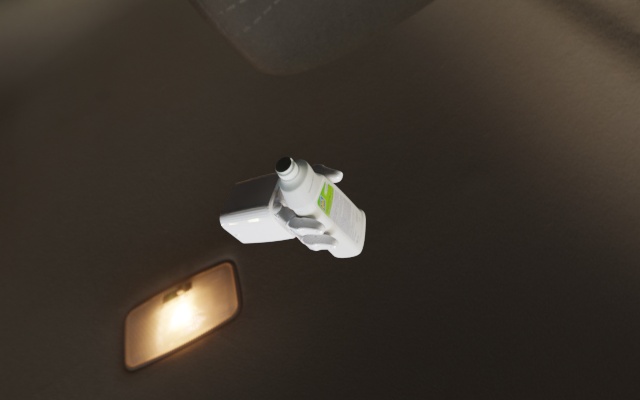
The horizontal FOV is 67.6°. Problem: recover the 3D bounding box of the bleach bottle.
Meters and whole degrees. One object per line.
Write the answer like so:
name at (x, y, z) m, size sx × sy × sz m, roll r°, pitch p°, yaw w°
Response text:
bleach bottle at (0.000, 0.003, 0.799) m, size 0.068 × 0.102 × 0.251 m, roll -10°, pitch -34°, yaw 24°
